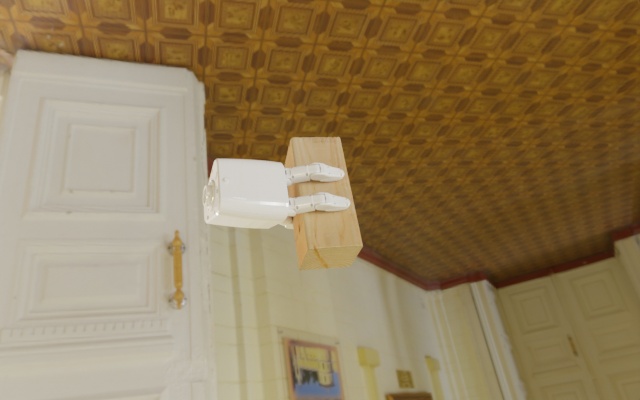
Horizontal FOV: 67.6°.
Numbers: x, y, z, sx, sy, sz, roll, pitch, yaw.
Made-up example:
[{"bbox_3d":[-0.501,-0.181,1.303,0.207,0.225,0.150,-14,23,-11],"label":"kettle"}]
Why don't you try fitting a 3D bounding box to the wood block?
[{"bbox_3d":[0.000,0.003,0.804,0.090,0.206,0.091,-2,-28,-14],"label":"wood block"}]
